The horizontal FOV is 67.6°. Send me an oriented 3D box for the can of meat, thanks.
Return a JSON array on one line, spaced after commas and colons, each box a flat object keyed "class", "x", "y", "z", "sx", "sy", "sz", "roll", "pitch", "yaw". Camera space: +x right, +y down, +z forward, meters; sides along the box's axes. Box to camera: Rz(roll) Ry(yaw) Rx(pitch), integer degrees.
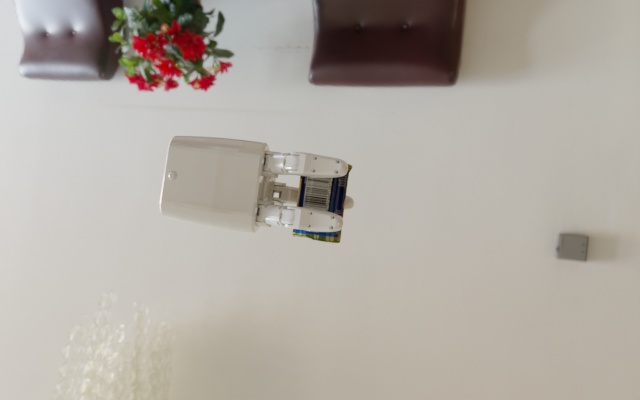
[{"class": "can of meat", "x": 0.000, "y": 0.002, "z": 0.537, "sx": 0.057, "sy": 0.084, "sz": 0.102, "roll": 8, "pitch": -3, "yaw": 0}]
